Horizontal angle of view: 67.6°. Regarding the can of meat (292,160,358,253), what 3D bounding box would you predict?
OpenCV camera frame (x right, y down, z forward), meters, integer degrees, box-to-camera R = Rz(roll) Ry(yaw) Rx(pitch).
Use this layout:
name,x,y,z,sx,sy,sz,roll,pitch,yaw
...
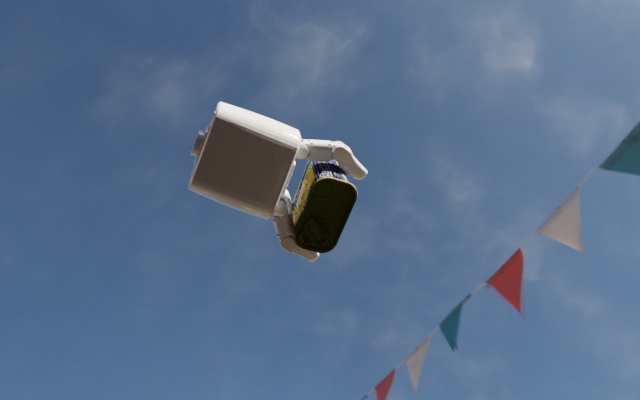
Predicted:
name,x,y,z,sx,sy,sz,roll,pitch,yaw
can of meat,0.000,0.002,0.617,0.057,0.102,0.084,15,23,-16
